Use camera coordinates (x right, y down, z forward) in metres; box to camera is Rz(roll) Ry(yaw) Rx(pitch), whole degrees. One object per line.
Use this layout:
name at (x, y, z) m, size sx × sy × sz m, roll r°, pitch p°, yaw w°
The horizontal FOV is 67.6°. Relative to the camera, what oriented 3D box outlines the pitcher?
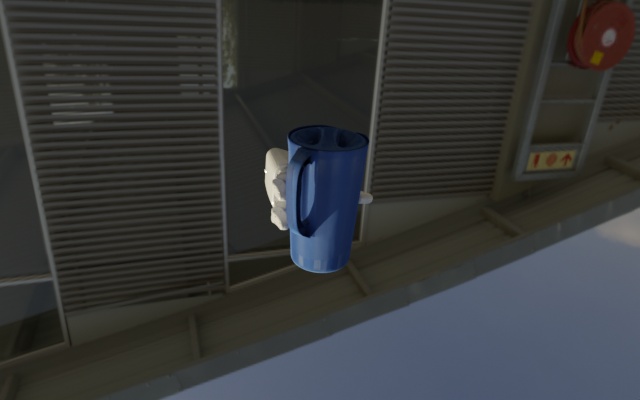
pitcher at (0.000, 0.003, 0.818) m, size 0.149 × 0.243 × 0.145 m, roll -4°, pitch 26°, yaw -16°
